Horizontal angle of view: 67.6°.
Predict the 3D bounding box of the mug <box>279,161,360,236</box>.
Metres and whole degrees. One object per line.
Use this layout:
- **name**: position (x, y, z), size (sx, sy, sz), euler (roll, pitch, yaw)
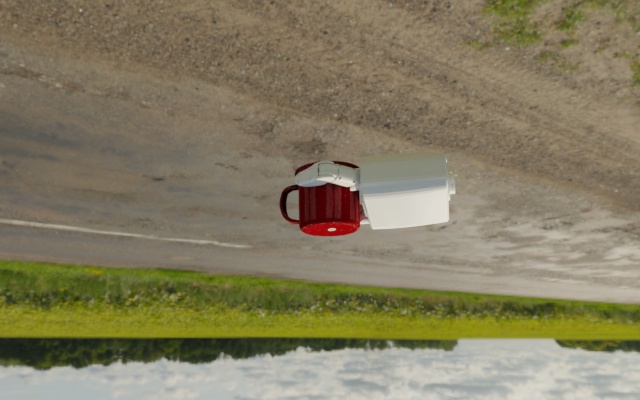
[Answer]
- **mug**: position (-0.001, 0.002, 0.645), size (0.117, 0.081, 0.093), euler (-5, -17, 13)
